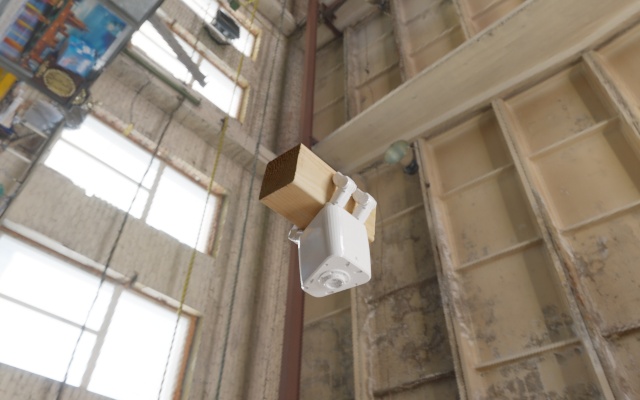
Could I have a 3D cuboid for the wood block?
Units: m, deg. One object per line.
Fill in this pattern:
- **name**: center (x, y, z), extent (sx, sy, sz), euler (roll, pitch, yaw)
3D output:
- **wood block**: center (0.000, 0.003, 0.862), extent (0.091, 0.090, 0.206), euler (-26, -49, 36)
